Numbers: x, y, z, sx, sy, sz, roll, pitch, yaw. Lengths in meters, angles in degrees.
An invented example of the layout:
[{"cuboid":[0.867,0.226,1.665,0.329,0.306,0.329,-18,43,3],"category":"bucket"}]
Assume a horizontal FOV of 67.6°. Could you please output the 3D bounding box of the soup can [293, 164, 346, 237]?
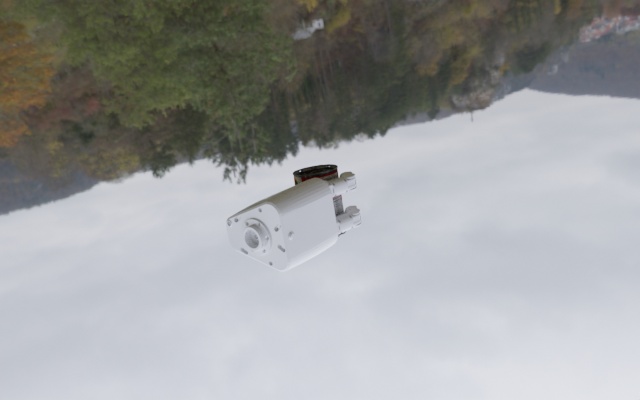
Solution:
[{"cuboid":[0.000,0.002,0.720,0.068,0.102,0.068,-9,14,2],"category":"soup can"}]
